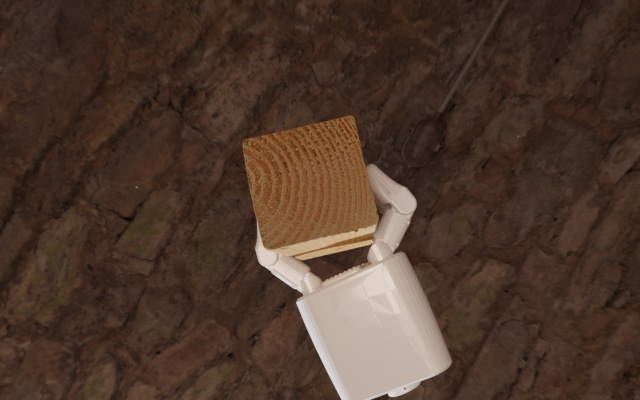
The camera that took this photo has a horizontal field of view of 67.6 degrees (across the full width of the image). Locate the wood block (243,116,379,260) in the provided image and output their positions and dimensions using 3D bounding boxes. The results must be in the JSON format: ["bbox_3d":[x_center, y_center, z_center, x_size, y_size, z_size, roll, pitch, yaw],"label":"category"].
[{"bbox_3d":[0.000,0.002,0.459,0.091,0.090,0.206,-13,-10,2],"label":"wood block"}]
